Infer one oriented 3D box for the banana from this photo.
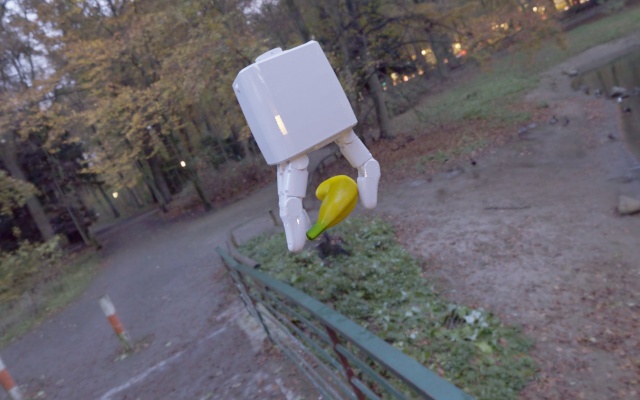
[{"bbox_3d":[0.016,-0.005,0.609,0.069,0.037,0.197,-26,10,10],"label":"banana"}]
